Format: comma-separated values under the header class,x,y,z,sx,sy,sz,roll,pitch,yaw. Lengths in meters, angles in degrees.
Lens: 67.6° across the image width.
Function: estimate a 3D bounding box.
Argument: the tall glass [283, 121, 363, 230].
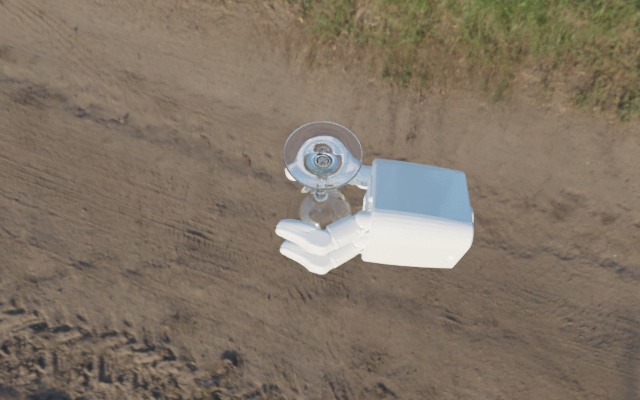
class,x,y,z,sx,sy,sz,roll,pitch,yaw
tall glass,0.000,0.001,0.529,0.079,0.079,0.201,0,-27,-2
